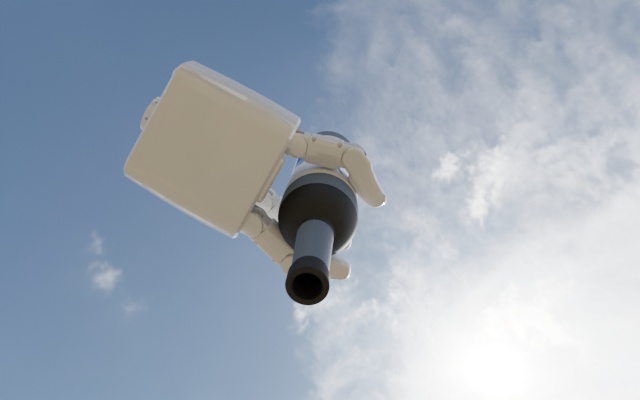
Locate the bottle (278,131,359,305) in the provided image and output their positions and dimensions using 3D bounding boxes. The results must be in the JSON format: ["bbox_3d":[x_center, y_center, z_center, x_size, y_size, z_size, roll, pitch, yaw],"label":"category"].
[{"bbox_3d":[0.000,0.001,0.427,0.069,0.069,0.295,0,20,3],"label":"bottle"}]
